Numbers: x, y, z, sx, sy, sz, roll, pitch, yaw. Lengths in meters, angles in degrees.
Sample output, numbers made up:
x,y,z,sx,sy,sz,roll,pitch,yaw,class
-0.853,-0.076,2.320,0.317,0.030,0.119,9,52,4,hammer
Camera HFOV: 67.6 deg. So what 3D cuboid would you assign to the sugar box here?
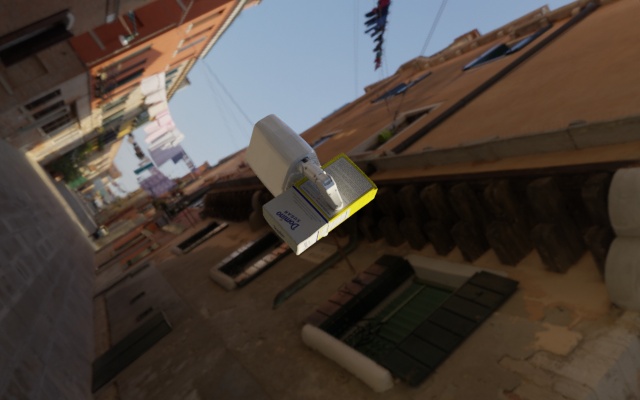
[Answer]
x,y,z,sx,sy,sz,roll,pitch,yaw,class
0.000,0.003,0.797,0.176,0.093,0.048,-35,-21,-21,sugar box
